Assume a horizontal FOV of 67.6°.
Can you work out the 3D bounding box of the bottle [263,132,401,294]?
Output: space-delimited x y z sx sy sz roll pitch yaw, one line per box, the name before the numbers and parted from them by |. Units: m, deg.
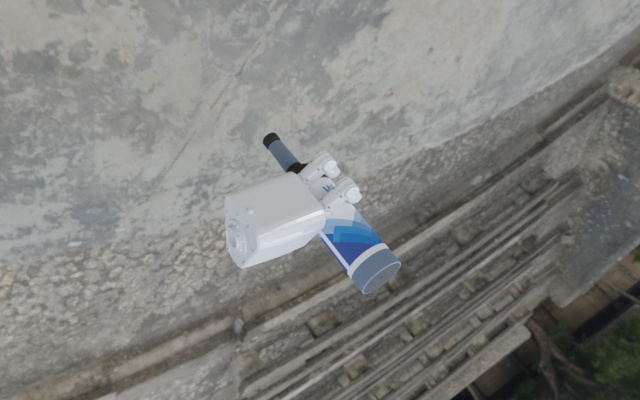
bottle | 0.000 0.002 0.709 0.069 0.069 0.295 0 44 -52
